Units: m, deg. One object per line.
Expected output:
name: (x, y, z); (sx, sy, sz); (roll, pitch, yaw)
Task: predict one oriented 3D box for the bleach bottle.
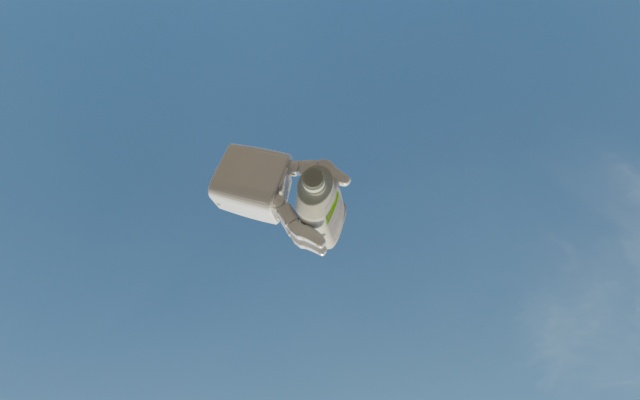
bleach bottle: (0.000, 0.003, 0.759); (0.068, 0.102, 0.251); (14, -18, 8)
